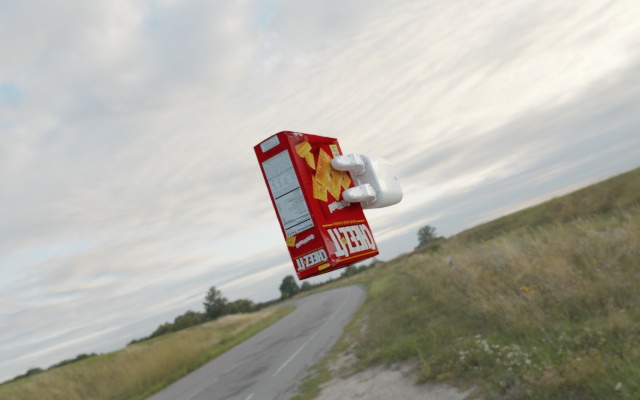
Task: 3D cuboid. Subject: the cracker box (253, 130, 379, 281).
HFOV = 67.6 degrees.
[{"bbox_3d":[0.000,0.002,0.748,0.072,0.213,0.164,-26,-12,29],"label":"cracker box"}]
